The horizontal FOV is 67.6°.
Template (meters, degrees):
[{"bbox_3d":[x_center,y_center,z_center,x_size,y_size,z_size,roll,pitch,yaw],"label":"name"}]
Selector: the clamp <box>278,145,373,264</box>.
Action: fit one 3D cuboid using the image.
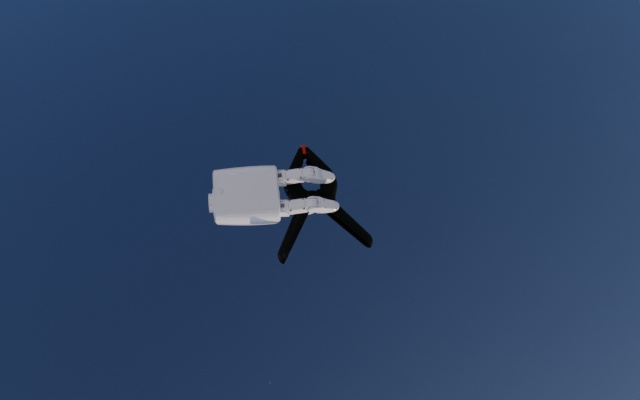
[{"bbox_3d":[0.000,0.003,0.831,0.164,0.210,0.036,-2,-21,-13],"label":"clamp"}]
